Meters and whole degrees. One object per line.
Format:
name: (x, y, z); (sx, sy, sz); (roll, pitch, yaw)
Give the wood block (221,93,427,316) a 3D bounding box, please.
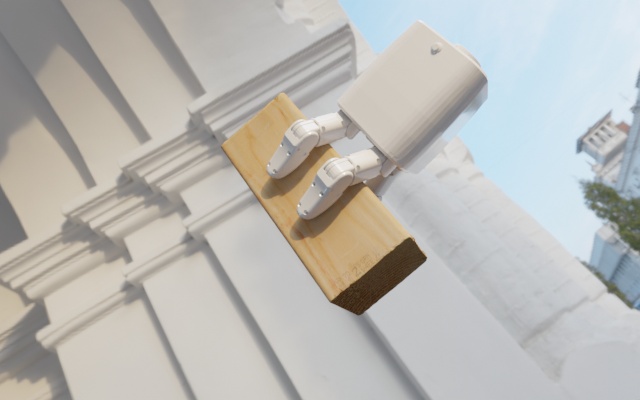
wood block: (0.000, 0.001, 0.479); (0.090, 0.206, 0.091); (-41, -30, 4)
